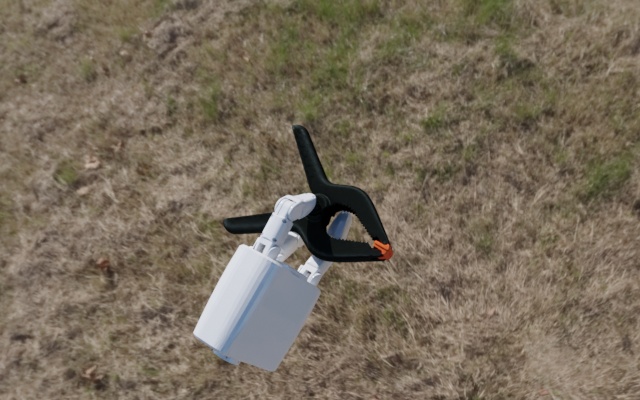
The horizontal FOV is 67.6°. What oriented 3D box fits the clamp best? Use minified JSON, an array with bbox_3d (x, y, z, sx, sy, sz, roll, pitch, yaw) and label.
[{"bbox_3d":[0.000,0.002,0.572,0.210,0.164,0.036,23,-11,26],"label":"clamp"}]
